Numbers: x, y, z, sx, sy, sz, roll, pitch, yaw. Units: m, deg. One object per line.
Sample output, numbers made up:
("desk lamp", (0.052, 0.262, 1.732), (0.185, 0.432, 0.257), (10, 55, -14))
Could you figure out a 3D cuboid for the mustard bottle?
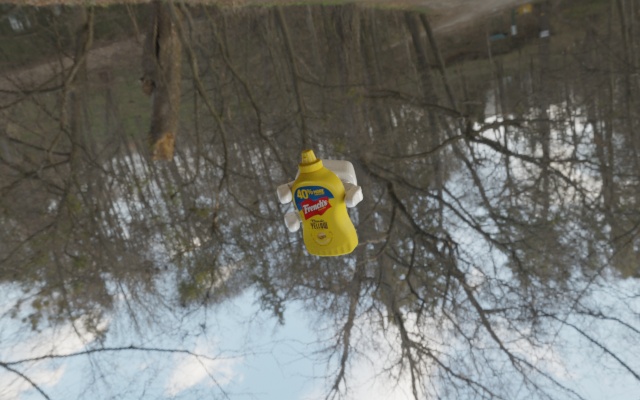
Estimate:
("mustard bottle", (0.000, 0.003, 0.845), (0.096, 0.192, 0.058), (-4, 21, 30))
